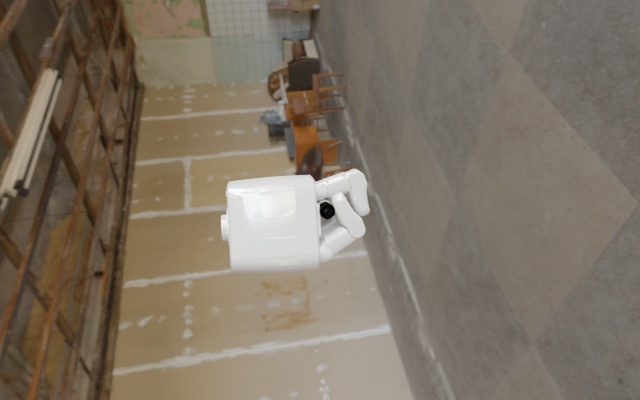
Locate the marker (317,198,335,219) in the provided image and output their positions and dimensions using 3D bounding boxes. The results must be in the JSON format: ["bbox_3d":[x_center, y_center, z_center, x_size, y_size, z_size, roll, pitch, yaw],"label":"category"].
[{"bbox_3d":[0.000,0.002,0.616,0.020,0.020,0.121,0,12,-9],"label":"marker"}]
